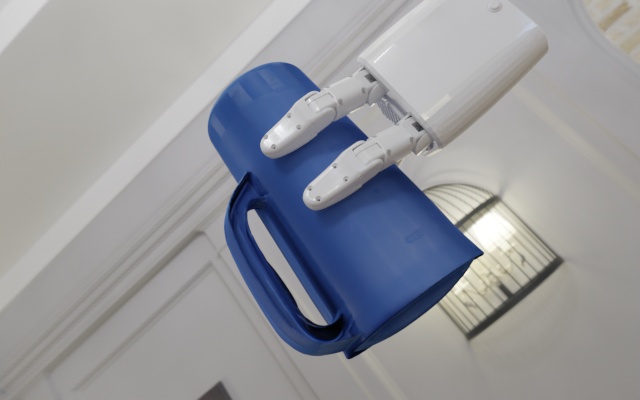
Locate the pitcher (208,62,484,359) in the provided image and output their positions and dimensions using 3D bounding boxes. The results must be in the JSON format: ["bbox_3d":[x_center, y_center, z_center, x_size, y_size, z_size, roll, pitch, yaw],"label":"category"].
[{"bbox_3d":[0.000,0.001,0.400,0.145,0.242,0.149,-41,-20,7],"label":"pitcher"}]
